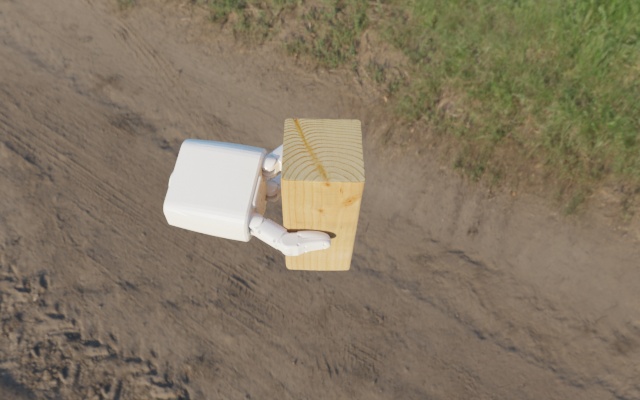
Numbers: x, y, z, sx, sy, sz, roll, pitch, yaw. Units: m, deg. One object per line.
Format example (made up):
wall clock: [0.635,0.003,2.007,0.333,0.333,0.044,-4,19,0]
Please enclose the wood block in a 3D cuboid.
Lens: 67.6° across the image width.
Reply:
wood block: [0.000,0.002,0.604,0.090,0.090,0.206,1,-34,-1]
